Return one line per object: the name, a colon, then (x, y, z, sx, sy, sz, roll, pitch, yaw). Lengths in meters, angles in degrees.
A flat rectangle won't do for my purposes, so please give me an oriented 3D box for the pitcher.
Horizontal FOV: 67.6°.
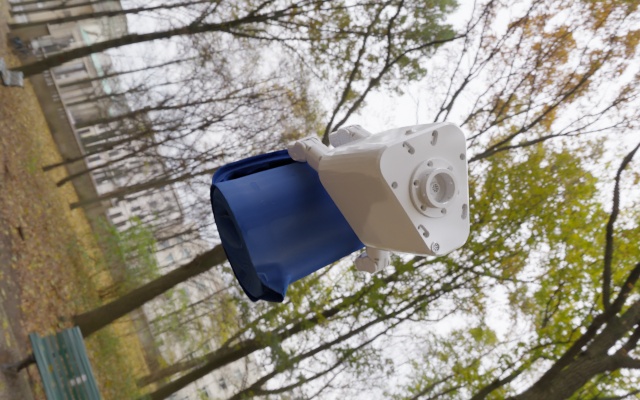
pitcher: (0.000, 0.002, 0.555, 0.243, 0.149, 0.145, -20, 8, -22)
